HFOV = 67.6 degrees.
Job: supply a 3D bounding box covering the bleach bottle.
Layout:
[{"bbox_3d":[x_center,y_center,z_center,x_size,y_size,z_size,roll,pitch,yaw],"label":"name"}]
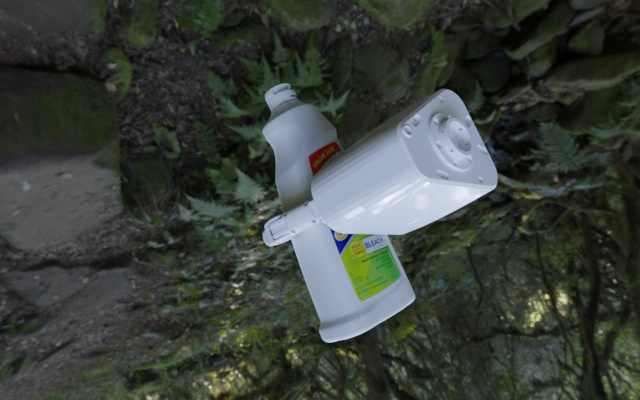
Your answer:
[{"bbox_3d":[0.000,0.002,0.474,0.102,0.251,0.068,-18,-9,-42],"label":"bleach bottle"}]
